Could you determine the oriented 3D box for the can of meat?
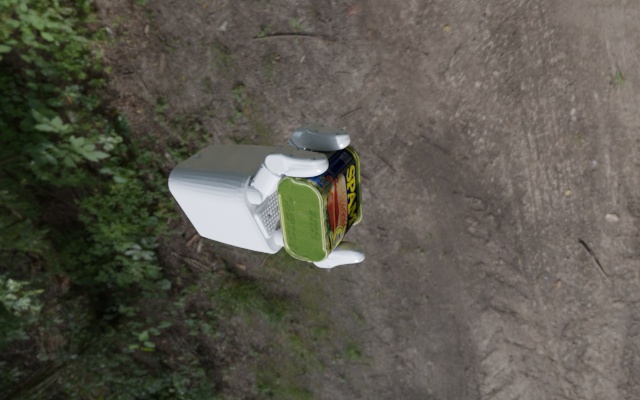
[{"bbox_3d":[0.000,0.002,0.494,0.057,0.102,0.084,12,35,25],"label":"can of meat"}]
